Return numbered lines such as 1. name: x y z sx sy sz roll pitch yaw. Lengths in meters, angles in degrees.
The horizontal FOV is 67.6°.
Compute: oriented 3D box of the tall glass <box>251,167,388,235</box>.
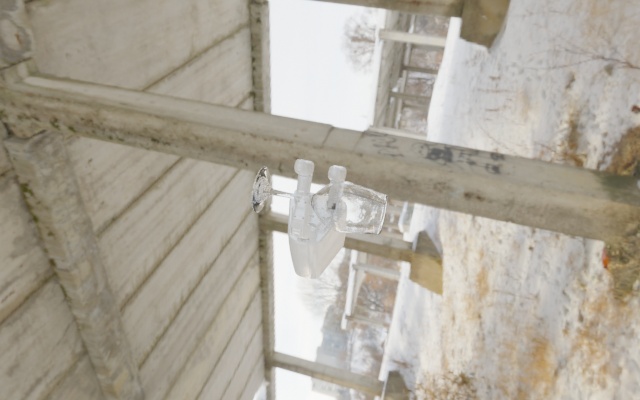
1. tall glass: -0.001 0.002 0.740 0.201 0.079 0.079 12 2 12
